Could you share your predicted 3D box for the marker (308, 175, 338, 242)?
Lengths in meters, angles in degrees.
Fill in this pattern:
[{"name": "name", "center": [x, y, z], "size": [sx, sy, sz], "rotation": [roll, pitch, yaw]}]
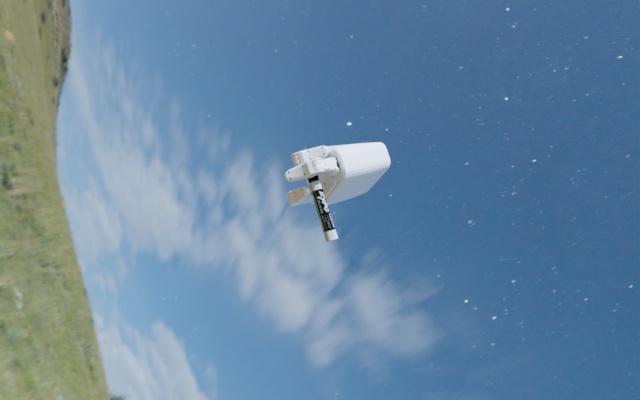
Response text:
[{"name": "marker", "center": [0.000, 0.002, 0.719], "size": [0.020, 0.121, 0.020], "rotation": [-17, -4, -1]}]
